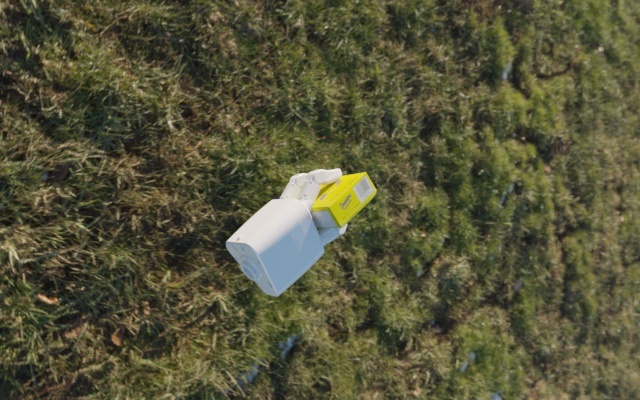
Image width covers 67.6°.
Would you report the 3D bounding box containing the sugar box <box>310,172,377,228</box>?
[{"bbox_3d":[0.000,0.002,0.776,0.093,0.048,0.176,-42,22,-30],"label":"sugar box"}]
